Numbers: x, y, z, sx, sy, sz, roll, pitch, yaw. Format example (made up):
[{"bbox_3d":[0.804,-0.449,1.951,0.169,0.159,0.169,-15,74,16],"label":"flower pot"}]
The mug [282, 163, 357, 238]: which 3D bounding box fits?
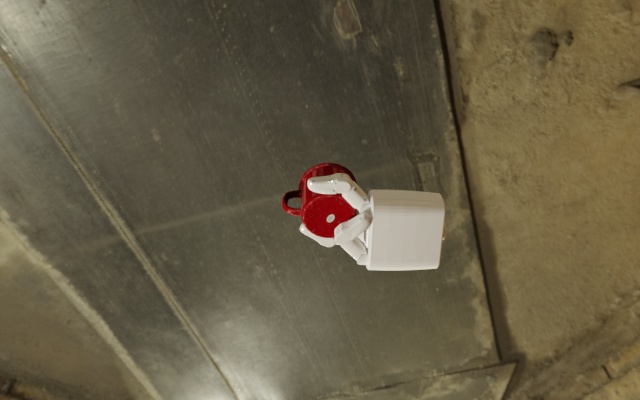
[{"bbox_3d":[-0.001,0.002,0.722,0.117,0.093,0.081,1,34,-1],"label":"mug"}]
